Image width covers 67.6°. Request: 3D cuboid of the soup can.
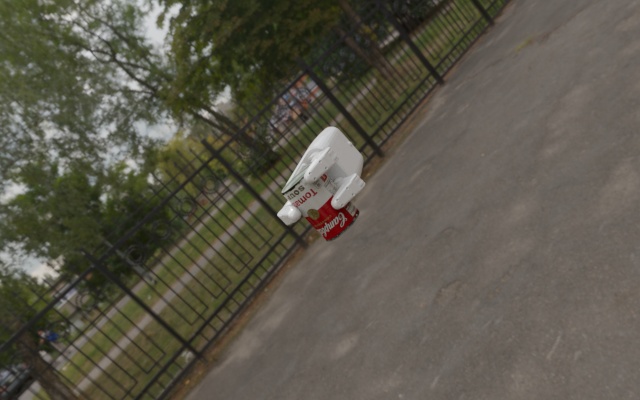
[{"bbox_3d":[0.000,0.002,0.712,0.068,0.102,0.068,-41,12,11],"label":"soup can"}]
